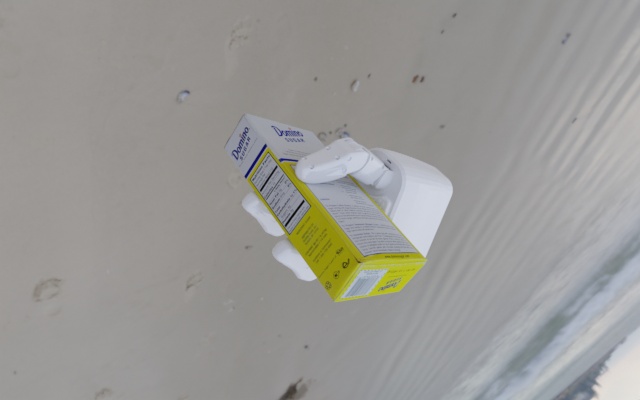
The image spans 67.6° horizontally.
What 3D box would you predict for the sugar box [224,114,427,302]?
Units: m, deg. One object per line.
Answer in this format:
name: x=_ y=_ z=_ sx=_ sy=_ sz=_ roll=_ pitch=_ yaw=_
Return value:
sugar box: x=0.000 y=0.002 z=0.403 sx=0.093 sy=0.048 sz=0.176 roll=7 pitch=35 yaw=-50
